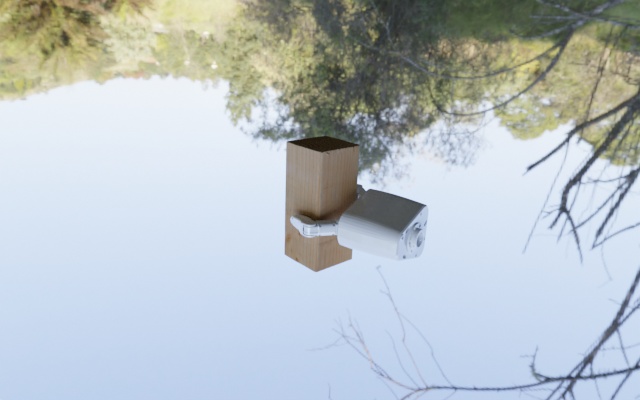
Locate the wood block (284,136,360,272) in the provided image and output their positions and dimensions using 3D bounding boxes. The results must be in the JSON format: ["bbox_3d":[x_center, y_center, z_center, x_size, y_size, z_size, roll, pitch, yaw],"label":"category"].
[{"bbox_3d":[0.000,0.003,0.813,0.091,0.206,0.090,-14,25,-39],"label":"wood block"}]
